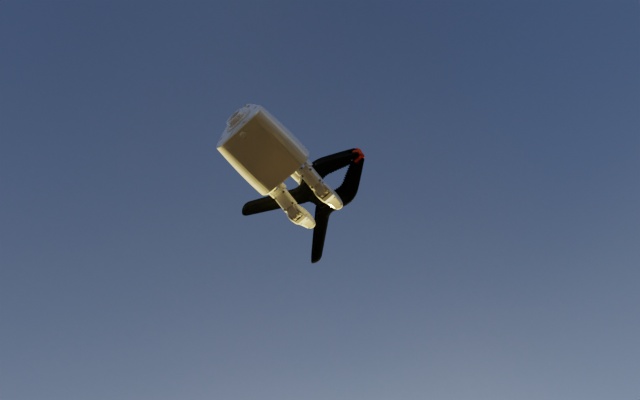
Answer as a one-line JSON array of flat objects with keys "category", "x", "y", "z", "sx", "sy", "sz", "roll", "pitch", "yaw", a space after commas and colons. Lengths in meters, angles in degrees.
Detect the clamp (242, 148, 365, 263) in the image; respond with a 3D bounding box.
[{"category": "clamp", "x": 0.000, "y": 0.002, "z": 0.784, "sx": 0.210, "sy": 0.165, "sz": 0.036, "roll": -40, "pitch": 26, "yaw": 11}]
